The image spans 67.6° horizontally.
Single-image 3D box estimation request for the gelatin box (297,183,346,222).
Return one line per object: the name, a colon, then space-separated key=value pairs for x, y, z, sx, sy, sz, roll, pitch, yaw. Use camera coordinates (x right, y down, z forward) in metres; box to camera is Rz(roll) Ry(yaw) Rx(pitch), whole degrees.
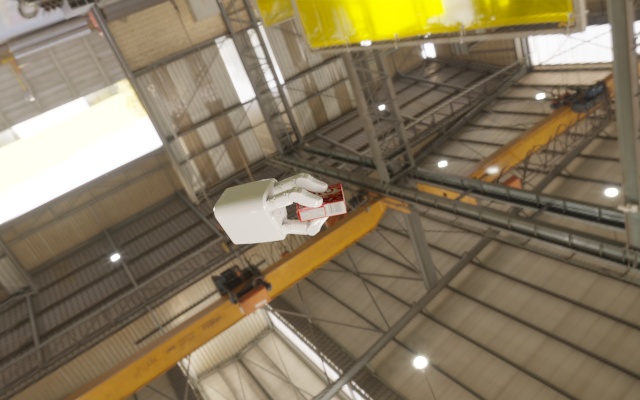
gelatin box: x=0.001 y=0.003 z=0.890 sx=0.089 sy=0.030 sz=0.073 roll=-11 pitch=27 yaw=3
